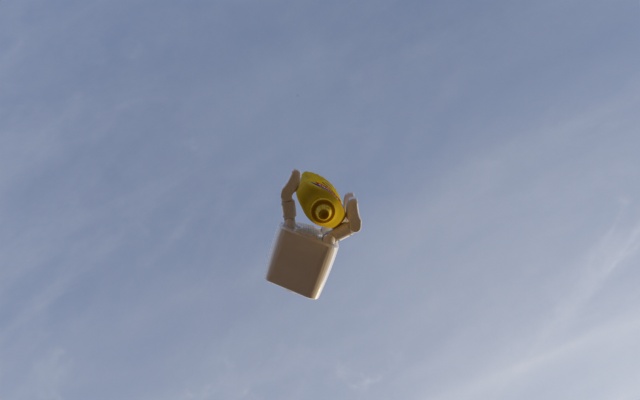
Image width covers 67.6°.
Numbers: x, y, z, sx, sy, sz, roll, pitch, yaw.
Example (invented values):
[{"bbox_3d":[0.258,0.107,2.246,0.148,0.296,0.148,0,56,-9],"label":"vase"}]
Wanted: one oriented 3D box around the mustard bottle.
[{"bbox_3d":[0.000,0.002,0.837,0.096,0.058,0.191,42,7,-10],"label":"mustard bottle"}]
